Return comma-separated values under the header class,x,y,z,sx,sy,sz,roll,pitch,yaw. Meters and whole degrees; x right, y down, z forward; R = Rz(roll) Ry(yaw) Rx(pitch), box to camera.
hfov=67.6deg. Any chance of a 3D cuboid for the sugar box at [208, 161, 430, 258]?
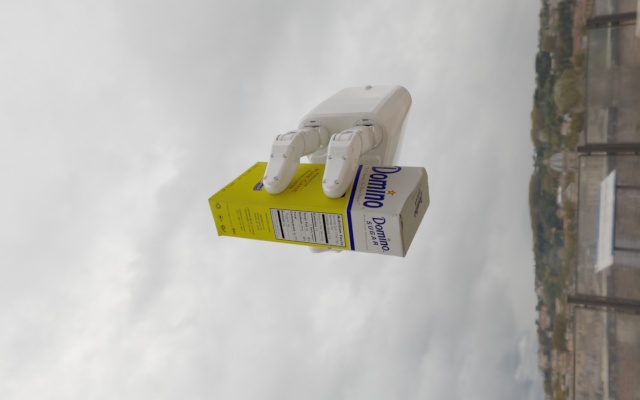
class,x,y,z,sx,sy,sz,roll,pitch,yaw
sugar box,0.000,0.001,0.425,0.176,0.048,0.093,1,27,25
